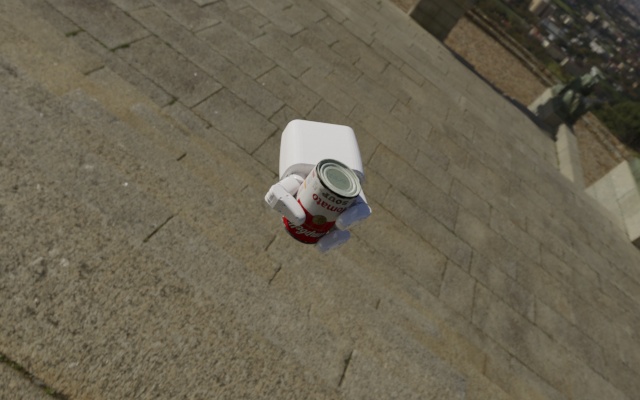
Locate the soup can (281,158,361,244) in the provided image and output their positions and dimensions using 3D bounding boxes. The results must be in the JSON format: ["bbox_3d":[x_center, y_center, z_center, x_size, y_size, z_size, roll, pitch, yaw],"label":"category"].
[{"bbox_3d":[0.000,0.002,0.633,0.068,0.068,0.102,0,-38,-38],"label":"soup can"}]
